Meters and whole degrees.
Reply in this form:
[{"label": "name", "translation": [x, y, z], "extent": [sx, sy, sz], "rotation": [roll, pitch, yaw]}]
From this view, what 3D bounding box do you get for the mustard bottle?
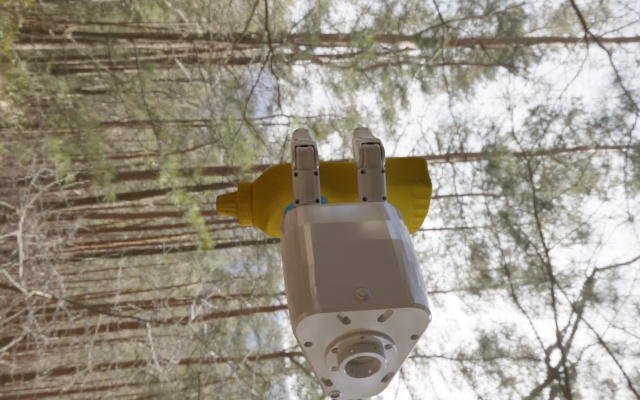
[{"label": "mustard bottle", "translation": [0.000, 0.001, 0.447], "extent": [0.191, 0.058, 0.096], "rotation": [-2, -29, -5]}]
